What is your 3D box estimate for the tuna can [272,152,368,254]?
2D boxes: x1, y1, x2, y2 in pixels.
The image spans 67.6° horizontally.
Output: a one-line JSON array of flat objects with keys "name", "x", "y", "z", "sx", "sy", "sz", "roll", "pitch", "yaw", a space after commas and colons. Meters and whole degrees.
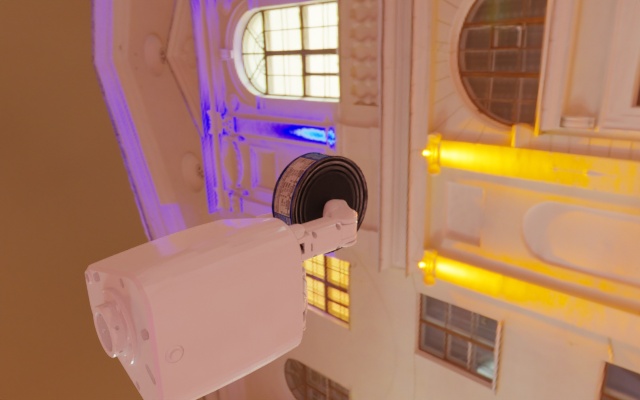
[{"name": "tuna can", "x": 0.000, "y": 0.001, "z": 0.418, "sx": 0.086, "sy": 0.086, "sz": 0.033, "roll": 0, "pitch": 12, "yaw": -42}]
